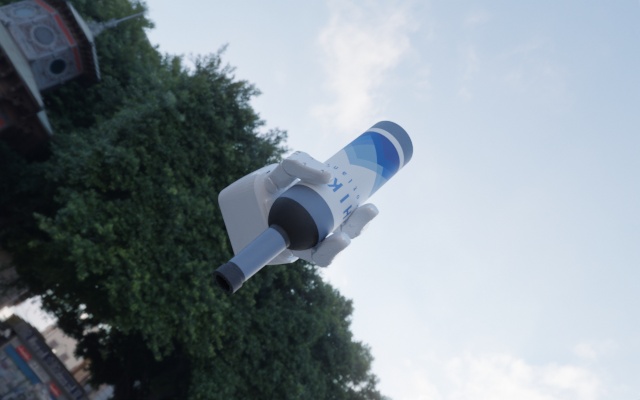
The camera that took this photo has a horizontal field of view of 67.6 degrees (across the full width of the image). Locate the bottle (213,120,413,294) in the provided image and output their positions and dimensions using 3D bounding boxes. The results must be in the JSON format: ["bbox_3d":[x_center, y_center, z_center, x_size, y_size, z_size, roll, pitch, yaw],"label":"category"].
[{"bbox_3d":[0.000,0.002,0.532,0.069,0.069,0.295,0,31,47],"label":"bottle"}]
